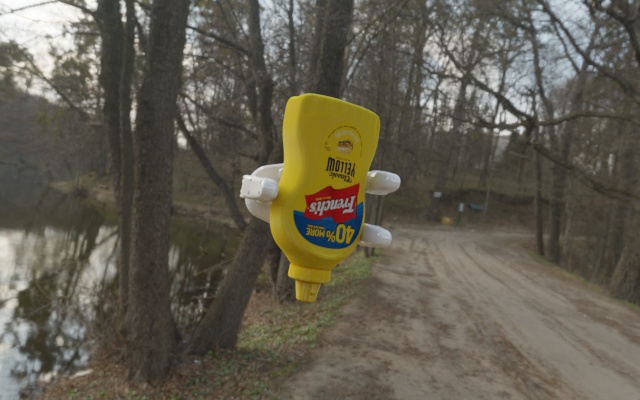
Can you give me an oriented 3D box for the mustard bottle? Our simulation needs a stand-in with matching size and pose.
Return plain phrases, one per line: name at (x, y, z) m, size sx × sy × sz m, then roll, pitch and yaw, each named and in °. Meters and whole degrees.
mustard bottle at (0.000, 0.001, 0.462) m, size 0.096 × 0.191 × 0.058 m, roll 10°, pitch -2°, yaw -35°
